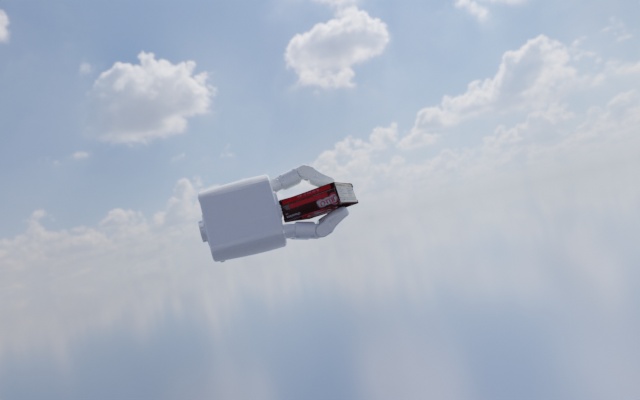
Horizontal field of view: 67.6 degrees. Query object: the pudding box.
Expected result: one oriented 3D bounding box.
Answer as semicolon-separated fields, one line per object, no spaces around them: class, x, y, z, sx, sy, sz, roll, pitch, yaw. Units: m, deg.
pudding box;0.000;0.002;0.724;0.090;0.039;0.113;-17;-3;17
